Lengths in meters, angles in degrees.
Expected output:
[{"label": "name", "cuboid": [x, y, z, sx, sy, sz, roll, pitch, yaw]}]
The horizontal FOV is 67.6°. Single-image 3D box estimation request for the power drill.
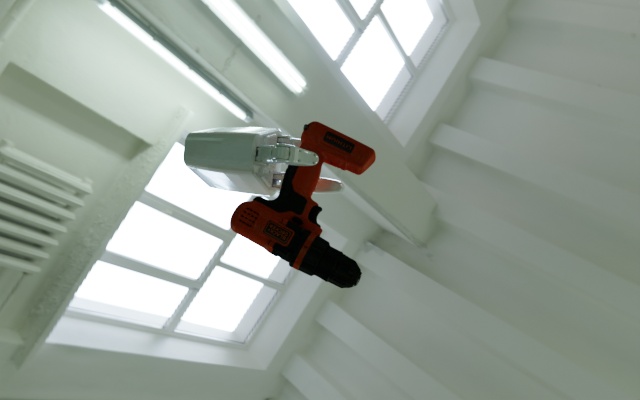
[{"label": "power drill", "cuboid": [0.000, 0.002, 0.632, 0.184, 0.187, 0.057, 28, -18, 4]}]
